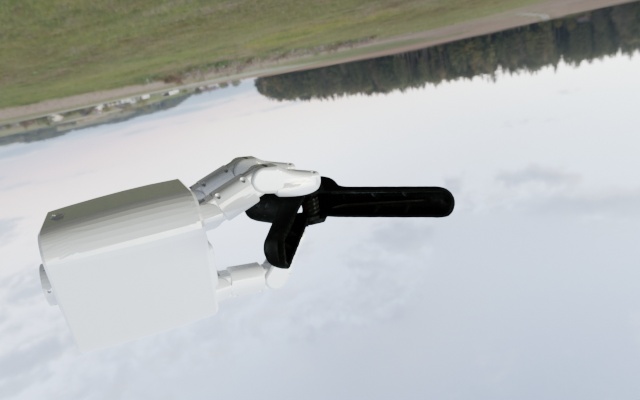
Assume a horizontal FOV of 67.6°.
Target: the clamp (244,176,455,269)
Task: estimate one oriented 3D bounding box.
[{"bbox_3d":[0.000,0.002,0.426,0.164,0.036,0.210,-11,15,-23],"label":"clamp"}]
